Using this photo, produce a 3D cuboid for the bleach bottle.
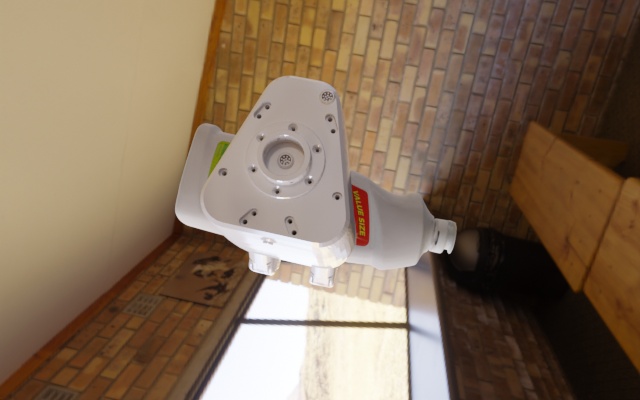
[{"bbox_3d":[0.000,0.002,0.449,0.251,0.102,0.068,11,-12,5],"label":"bleach bottle"}]
